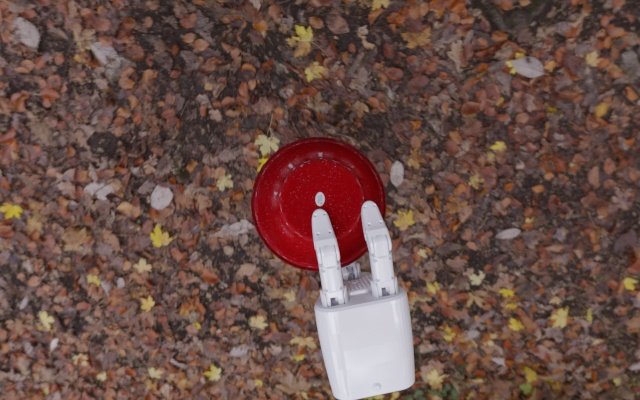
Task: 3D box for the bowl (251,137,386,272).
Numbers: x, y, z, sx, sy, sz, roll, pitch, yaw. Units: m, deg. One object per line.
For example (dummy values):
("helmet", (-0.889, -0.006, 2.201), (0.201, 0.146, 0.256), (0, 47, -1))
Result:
("bowl", (0.000, 0.001, 0.543), (0.162, 0.162, 0.055), (0, -4, -4))
